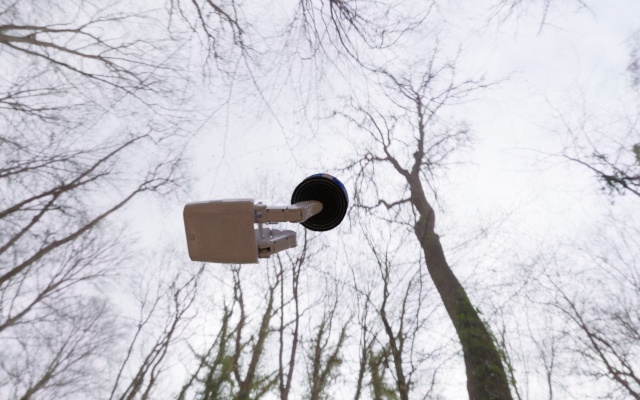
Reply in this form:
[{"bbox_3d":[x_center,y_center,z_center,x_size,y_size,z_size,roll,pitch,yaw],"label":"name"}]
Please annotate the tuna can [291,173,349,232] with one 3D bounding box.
[{"bbox_3d":[0.000,0.002,0.721,0.086,0.086,0.033,0,14,10],"label":"tuna can"}]
